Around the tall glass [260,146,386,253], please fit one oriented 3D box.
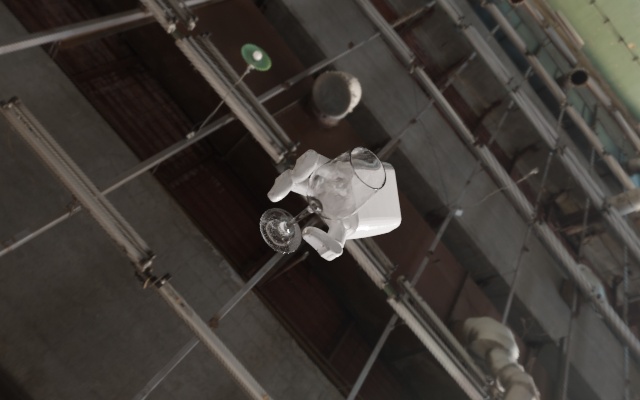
[{"bbox_3d":[0.000,0.003,0.660,0.079,0.079,0.201,0,-26,-42],"label":"tall glass"}]
